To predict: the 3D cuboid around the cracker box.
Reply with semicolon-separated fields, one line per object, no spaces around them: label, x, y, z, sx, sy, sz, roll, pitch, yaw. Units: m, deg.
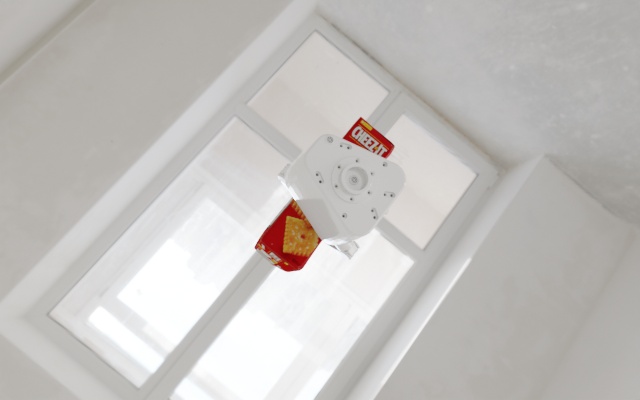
cracker box;0.000;0.002;0.685;0.072;0.213;0.164;40;-14;-2
